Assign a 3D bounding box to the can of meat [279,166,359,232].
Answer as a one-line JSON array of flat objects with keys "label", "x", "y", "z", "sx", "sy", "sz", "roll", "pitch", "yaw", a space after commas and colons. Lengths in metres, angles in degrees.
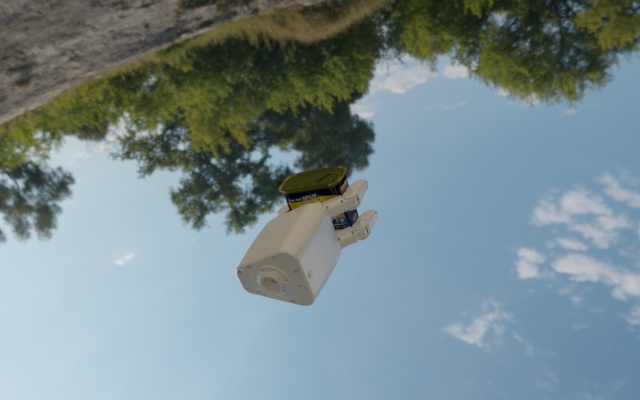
[{"label": "can of meat", "x": 0.000, "y": 0.003, "z": 0.719, "sx": 0.102, "sy": 0.084, "sz": 0.057, "roll": -8, "pitch": 28, "yaw": 23}]
